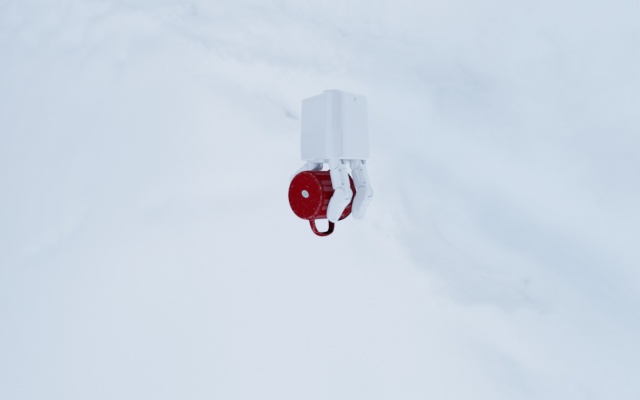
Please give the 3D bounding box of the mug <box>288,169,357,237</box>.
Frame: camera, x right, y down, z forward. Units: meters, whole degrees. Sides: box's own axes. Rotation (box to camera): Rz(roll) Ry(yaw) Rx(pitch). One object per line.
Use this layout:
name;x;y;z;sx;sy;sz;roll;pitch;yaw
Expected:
mug;0.000;0.004;0.802;0.093;0.117;0.081;-1;1;42
